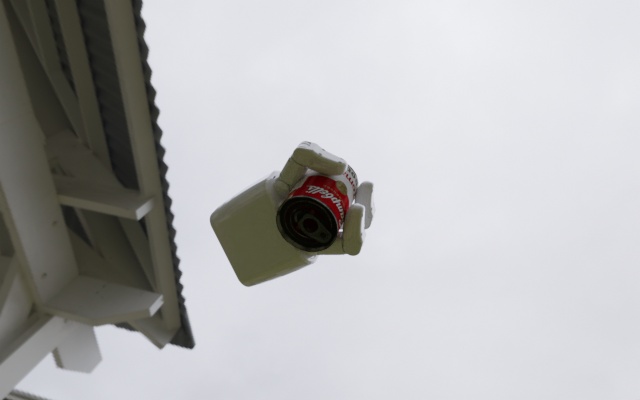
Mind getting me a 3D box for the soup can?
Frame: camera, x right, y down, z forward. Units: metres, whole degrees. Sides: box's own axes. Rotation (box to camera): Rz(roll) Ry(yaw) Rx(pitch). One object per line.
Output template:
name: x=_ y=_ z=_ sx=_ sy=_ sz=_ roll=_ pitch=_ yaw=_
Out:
soup can: x=0.000 y=0.001 z=0.535 sx=0.068 sy=0.068 sz=0.102 roll=0 pitch=28 yaw=20
